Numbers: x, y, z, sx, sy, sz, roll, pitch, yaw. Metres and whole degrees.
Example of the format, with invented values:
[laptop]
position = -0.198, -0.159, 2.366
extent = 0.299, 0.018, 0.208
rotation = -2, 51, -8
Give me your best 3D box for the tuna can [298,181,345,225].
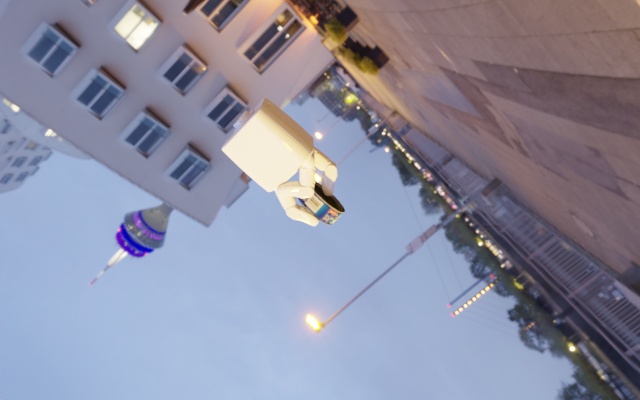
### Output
[tuna can]
position = 0.000, 0.003, 0.834
extent = 0.086, 0.034, 0.086
rotation = 40, 13, -11
